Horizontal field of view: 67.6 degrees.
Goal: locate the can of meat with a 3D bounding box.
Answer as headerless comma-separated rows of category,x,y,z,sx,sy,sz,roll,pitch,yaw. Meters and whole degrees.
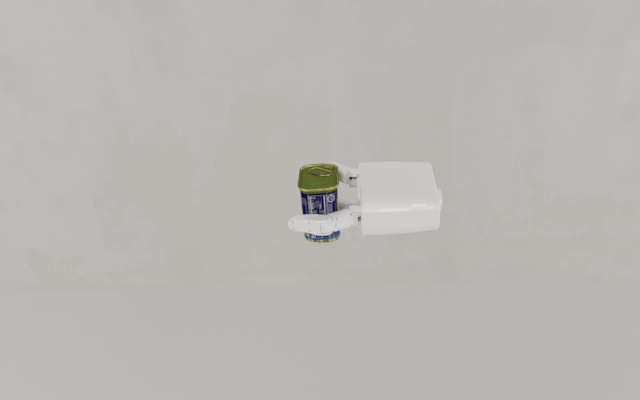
can of meat,0.000,0.003,0.692,0.057,0.084,0.102,-4,24,2
